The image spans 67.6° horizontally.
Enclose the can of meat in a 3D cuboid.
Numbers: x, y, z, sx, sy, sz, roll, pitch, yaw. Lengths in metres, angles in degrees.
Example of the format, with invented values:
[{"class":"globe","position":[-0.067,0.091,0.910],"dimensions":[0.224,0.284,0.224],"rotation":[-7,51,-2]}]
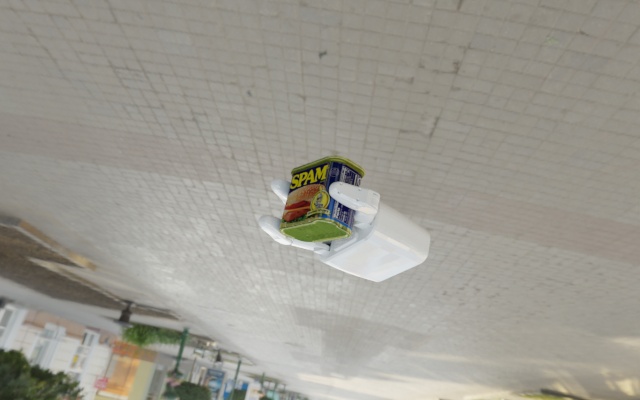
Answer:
[{"class":"can of meat","position":[0.000,0.002,0.581],"dimensions":[0.057,0.084,0.102],"rotation":[28,-27,-34]}]
